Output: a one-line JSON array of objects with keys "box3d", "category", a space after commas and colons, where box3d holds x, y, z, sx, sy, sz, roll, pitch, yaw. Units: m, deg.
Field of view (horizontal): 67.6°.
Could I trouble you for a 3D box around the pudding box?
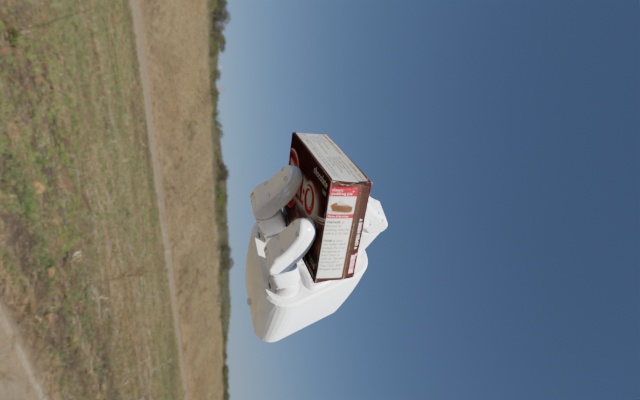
[{"box3d": [0.000, 0.001, 0.408, 0.039, 0.090, 0.113, -2, 27, -21], "category": "pudding box"}]
